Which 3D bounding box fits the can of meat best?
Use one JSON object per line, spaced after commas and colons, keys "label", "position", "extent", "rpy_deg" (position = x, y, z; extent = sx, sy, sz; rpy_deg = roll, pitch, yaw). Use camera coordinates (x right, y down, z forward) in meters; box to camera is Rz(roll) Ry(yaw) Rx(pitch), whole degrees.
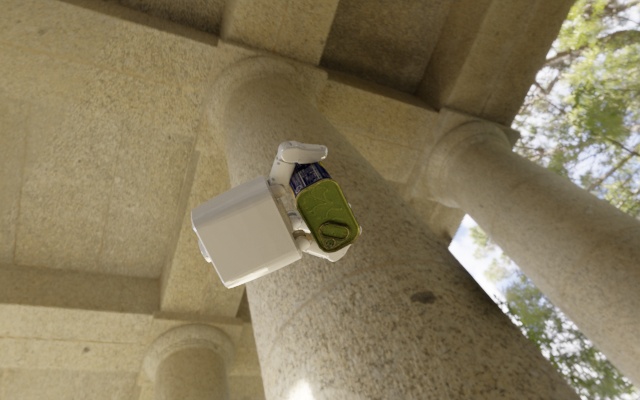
{"label": "can of meat", "position": [0.000, 0.002, 0.608], "extent": [0.057, 0.102, 0.084], "rpy_deg": [-28, 32, 0]}
